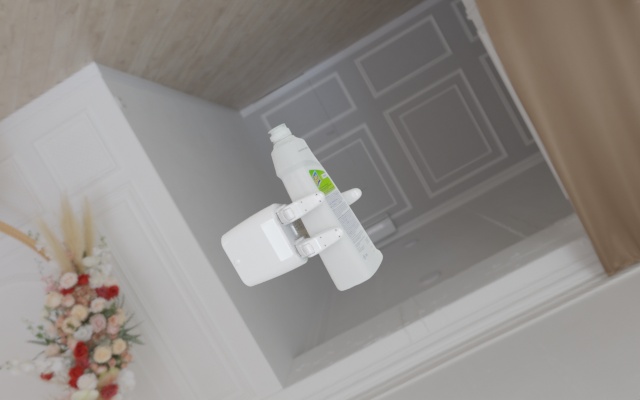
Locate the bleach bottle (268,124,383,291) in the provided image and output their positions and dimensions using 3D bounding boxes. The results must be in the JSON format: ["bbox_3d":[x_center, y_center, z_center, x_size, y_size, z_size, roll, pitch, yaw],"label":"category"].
[{"bbox_3d":[0.000,0.002,0.707,0.068,0.251,0.102,-28,3,21],"label":"bleach bottle"}]
